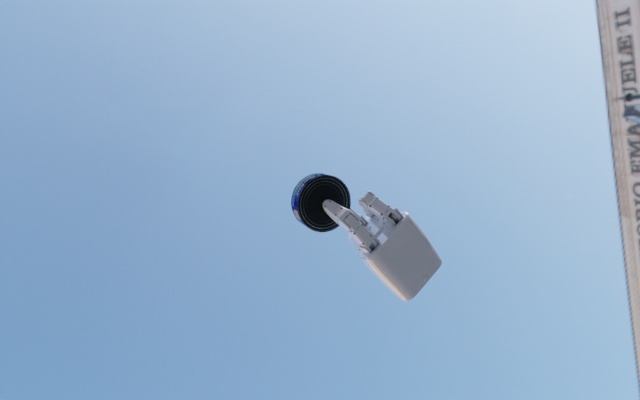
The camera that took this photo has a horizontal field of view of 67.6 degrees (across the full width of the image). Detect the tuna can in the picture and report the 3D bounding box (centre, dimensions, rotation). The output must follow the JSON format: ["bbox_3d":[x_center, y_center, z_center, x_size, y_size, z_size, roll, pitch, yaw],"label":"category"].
[{"bbox_3d":[0.000,0.002,0.715,0.086,0.086,0.033,0,10,-24],"label":"tuna can"}]
